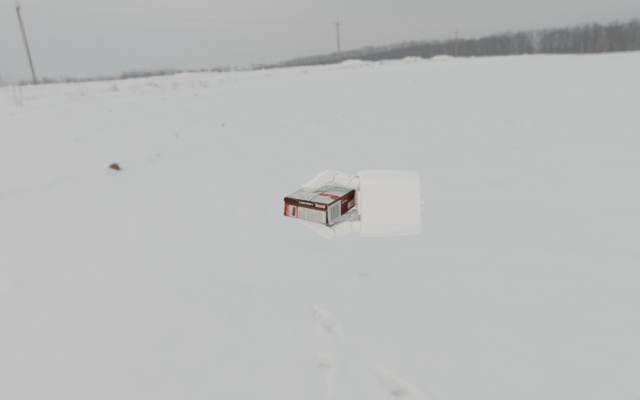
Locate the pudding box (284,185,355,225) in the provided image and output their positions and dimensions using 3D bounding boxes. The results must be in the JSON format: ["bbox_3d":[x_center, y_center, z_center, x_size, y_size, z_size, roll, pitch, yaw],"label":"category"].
[{"bbox_3d":[0.000,0.003,0.852,0.090,0.039,0.113,9,18,27],"label":"pudding box"}]
